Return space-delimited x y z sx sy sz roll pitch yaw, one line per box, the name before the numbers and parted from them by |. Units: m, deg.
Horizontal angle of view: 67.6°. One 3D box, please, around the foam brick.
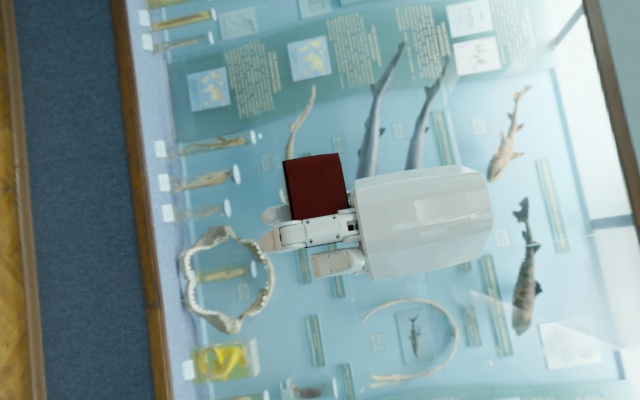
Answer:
foam brick | 0.000 0.001 0.437 0.051 0.078 0.053 -11 -9 6
